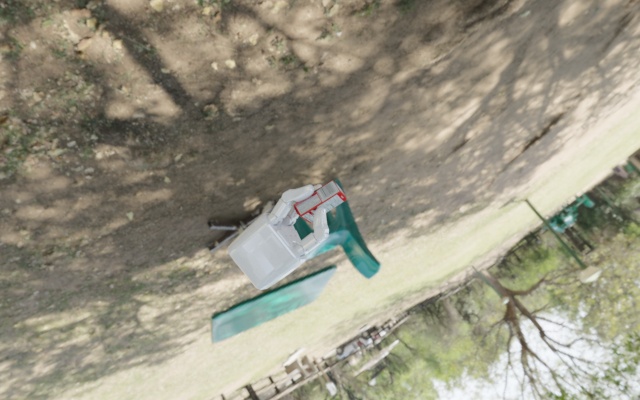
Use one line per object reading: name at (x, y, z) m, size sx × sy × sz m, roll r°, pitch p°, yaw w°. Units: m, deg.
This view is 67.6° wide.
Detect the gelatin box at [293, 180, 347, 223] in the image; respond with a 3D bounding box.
gelatin box at (0.001, 0.003, 0.897) m, size 0.089 × 0.030 × 0.073 m, roll -32°, pitch -17°, yaw 6°
